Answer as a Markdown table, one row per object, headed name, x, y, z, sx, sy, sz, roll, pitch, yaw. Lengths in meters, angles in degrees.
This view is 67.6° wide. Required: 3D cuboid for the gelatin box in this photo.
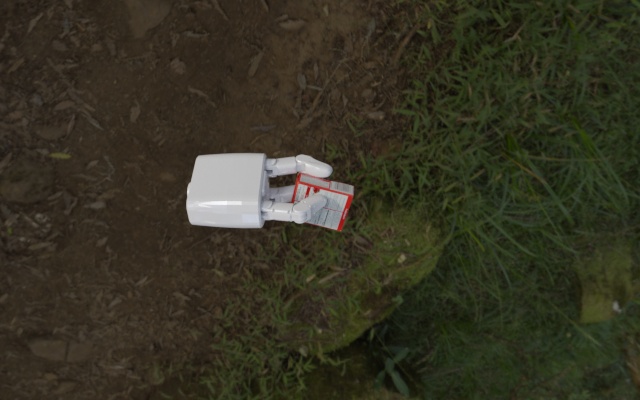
| name | x | y | z | sx | sy | sz | roll | pitch | yaw |
| --- | --- | --- | --- | --- | --- | --- | --- | --- | --- |
| gelatin box | 0.000 | 0.003 | 0.734 | 0.089 | 0.073 | 0.030 | 14 | 36 | -3 |
